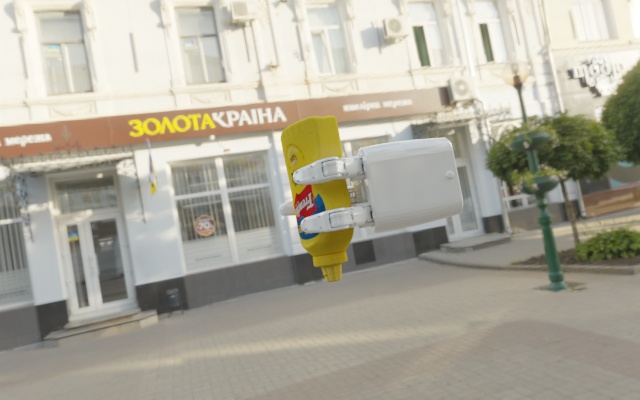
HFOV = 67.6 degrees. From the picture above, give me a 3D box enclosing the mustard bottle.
[{"bbox_3d":[0.000,0.002,0.576,0.058,0.191,0.096,-8,-4,-31],"label":"mustard bottle"}]
